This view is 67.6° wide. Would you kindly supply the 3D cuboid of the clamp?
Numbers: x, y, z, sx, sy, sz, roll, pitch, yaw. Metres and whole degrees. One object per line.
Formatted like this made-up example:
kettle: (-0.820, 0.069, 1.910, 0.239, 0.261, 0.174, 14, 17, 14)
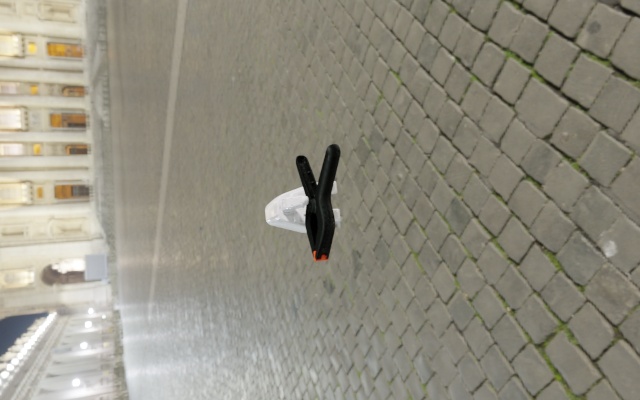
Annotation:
clamp: (-0.001, 0.003, 0.861, 0.036, 0.210, 0.164, -2, -8, -23)
